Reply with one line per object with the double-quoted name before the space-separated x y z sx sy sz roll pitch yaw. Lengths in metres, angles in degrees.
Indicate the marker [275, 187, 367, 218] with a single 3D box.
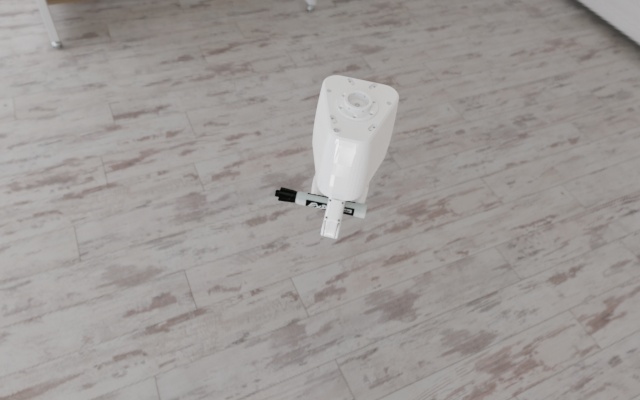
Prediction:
"marker" 0.000 0.002 0.625 0.121 0.020 0.020 12 0 2
